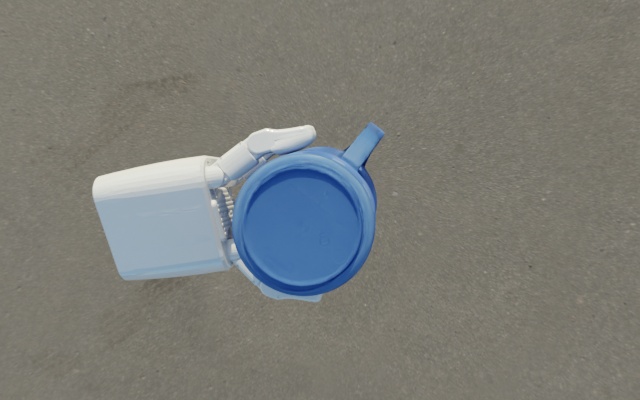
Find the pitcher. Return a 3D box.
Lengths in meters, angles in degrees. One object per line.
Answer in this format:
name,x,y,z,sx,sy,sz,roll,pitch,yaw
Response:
pitcher,0.000,0.002,0.465,0.145,0.149,0.243,-6,4,4
